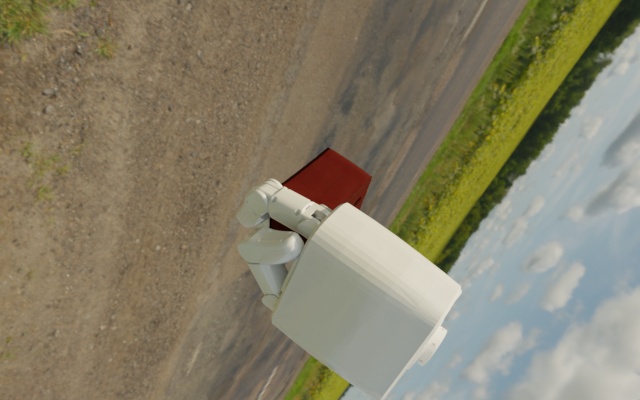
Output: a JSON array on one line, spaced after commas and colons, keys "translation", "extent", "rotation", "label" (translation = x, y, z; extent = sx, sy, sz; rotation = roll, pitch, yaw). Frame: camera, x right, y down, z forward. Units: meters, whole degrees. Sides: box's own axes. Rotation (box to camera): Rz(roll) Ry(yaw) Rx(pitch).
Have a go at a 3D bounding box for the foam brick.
[{"translation": [0.000, 0.001, 0.420], "extent": [0.051, 0.053, 0.078], "rotation": [33, 49, 17], "label": "foam brick"}]
